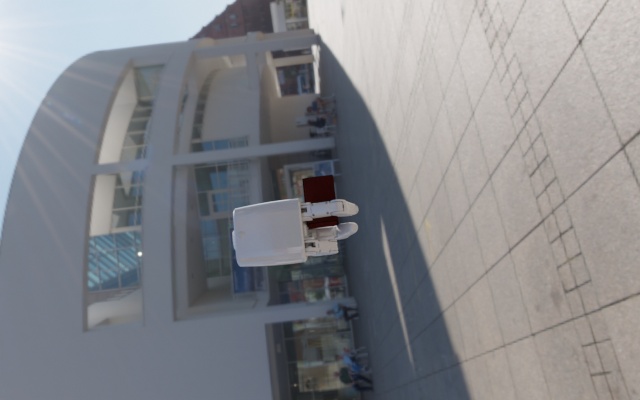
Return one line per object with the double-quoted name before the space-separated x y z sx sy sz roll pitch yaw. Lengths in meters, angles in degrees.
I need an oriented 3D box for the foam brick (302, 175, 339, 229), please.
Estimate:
"foam brick" 0.000 0.002 0.780 0.051 0.078 0.053 -7 -12 2
